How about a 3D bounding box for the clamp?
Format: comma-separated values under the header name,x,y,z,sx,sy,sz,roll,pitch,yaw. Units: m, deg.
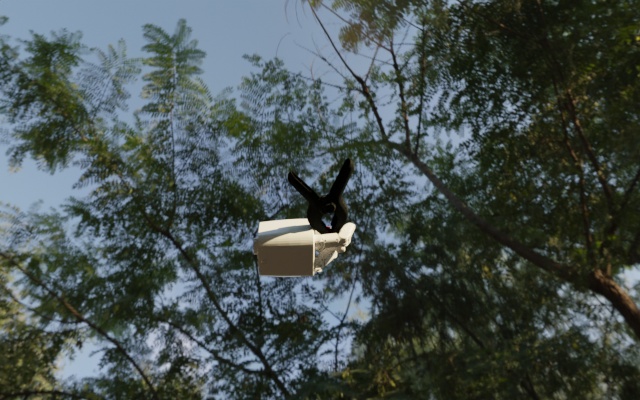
name,x,y,z,sx,sy,sz,roll,pitch,yaw
clamp,0.000,0.003,0.882,0.120,0.172,0.039,-2,31,-5
